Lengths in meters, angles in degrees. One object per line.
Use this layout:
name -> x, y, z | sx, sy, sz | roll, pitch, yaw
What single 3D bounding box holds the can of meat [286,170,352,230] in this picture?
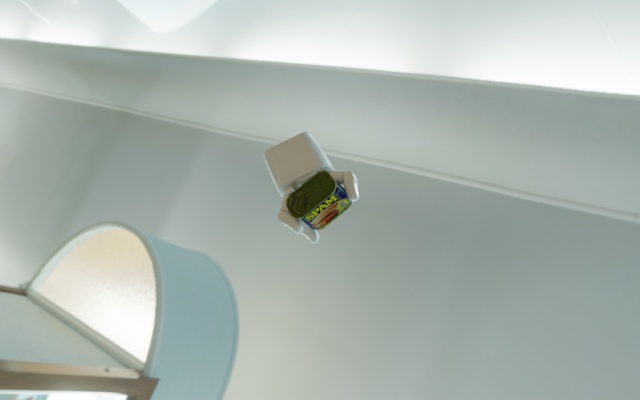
can of meat -> 0.000, 0.003, 0.895 | 0.102, 0.057, 0.084 | -38, -34, 10
